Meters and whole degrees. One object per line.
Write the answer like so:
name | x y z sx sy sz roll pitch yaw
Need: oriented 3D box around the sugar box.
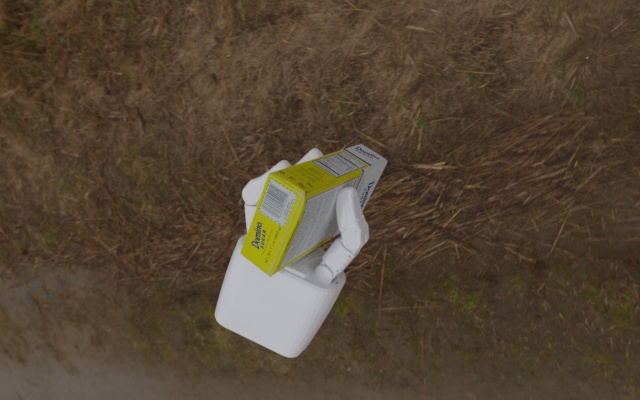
sugar box | 0.000 0.001 0.488 0.048 0.093 0.176 33 28 17
